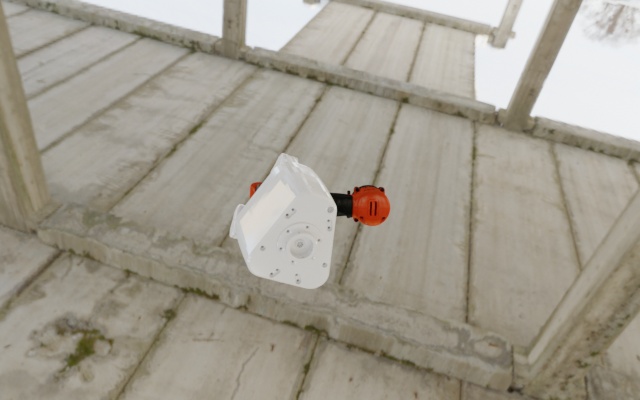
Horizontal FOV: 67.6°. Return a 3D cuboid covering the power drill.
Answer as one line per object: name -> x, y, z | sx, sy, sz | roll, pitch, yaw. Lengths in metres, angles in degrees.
power drill -> 0.000, 0.002, 0.676 | 0.187, 0.057, 0.184 | 0, 2, 1
